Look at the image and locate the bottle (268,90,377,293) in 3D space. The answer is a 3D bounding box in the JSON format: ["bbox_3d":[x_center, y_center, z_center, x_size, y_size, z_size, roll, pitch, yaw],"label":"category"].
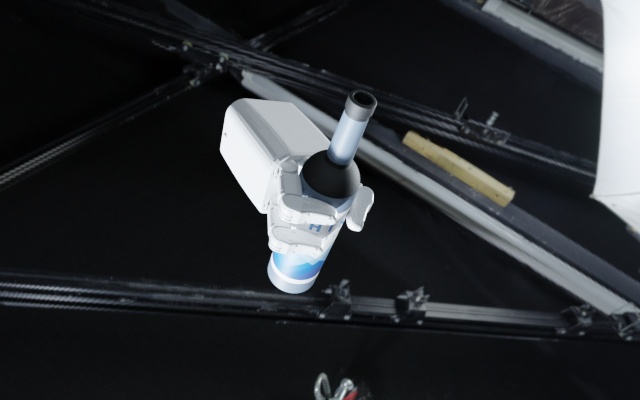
[{"bbox_3d":[0.000,0.002,0.544,0.069,0.069,0.296,0,-40,-20],"label":"bottle"}]
